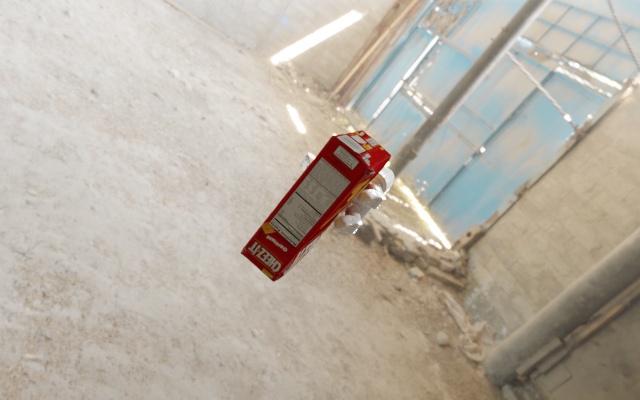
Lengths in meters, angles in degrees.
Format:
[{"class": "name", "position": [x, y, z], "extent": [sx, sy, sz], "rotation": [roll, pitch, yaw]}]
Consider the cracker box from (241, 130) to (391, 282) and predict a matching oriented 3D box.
[{"class": "cracker box", "position": [0.000, 0.002, 0.693], "extent": [0.072, 0.214, 0.164], "rotation": [42, 20, 6]}]
